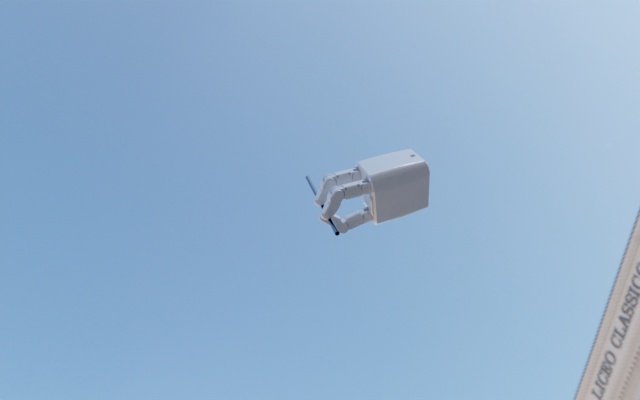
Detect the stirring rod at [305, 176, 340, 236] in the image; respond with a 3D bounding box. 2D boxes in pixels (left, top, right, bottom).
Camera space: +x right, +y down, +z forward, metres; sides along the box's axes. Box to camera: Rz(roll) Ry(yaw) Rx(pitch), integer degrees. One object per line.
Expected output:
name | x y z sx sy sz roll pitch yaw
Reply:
stirring rod | 0.000 0.003 0.874 0.011 0.011 0.239 0 25 -14
